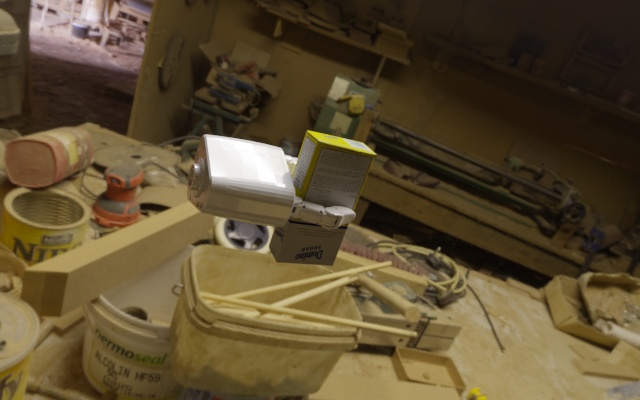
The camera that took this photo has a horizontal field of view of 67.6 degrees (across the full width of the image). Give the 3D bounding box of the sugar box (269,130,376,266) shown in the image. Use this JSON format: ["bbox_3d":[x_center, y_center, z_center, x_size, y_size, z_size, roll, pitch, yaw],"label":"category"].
[{"bbox_3d":[0.000,0.002,0.643,0.093,0.176,0.048,9,25,-31],"label":"sugar box"}]
